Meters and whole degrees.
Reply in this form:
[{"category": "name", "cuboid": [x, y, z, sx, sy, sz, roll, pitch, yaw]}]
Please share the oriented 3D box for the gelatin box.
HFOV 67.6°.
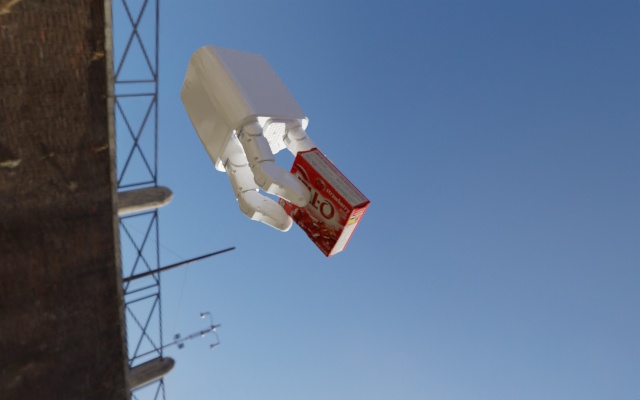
[{"category": "gelatin box", "cuboid": [0.001, 0.002, 0.490, 0.030, 0.073, 0.089, -21, 57, -42]}]
